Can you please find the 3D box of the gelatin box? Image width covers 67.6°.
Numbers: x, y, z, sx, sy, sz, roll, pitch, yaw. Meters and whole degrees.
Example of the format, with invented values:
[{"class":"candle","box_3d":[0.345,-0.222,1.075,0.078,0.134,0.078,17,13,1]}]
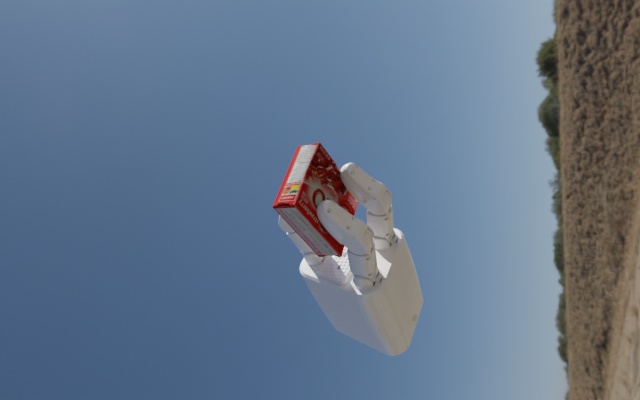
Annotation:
[{"class":"gelatin box","box_3d":[0.000,0.001,0.456,0.030,0.073,0.089,-4,-39,35]}]
